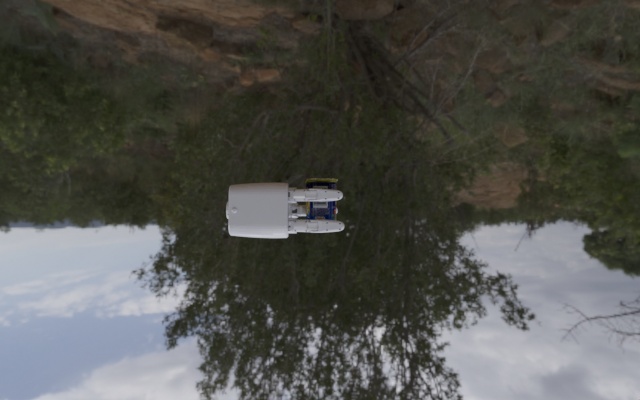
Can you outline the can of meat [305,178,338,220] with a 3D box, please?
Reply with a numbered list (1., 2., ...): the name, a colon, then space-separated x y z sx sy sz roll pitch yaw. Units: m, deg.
1. can of meat: 0.000 0.003 0.896 0.057 0.084 0.102 1 -1 -5
